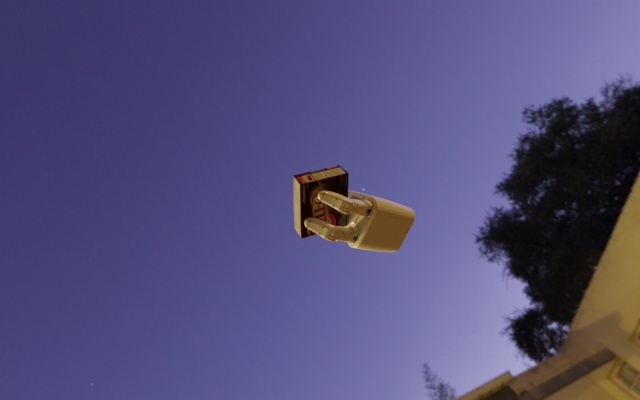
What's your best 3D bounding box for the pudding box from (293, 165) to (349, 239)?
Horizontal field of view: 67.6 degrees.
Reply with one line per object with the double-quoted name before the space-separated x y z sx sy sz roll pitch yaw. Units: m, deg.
"pudding box" 0.000 0.003 0.820 0.090 0.114 0.039 -15 33 -22
